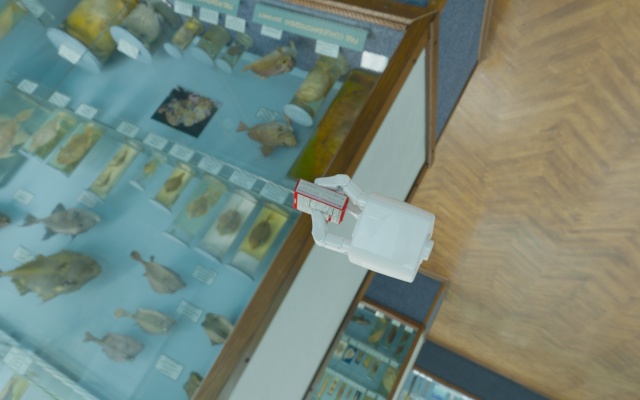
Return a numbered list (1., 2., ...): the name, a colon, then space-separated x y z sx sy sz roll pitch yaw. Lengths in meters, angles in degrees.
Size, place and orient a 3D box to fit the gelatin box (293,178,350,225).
1. gelatin box: 0.000 0.003 0.795 0.089 0.030 0.073 20 -21 4
